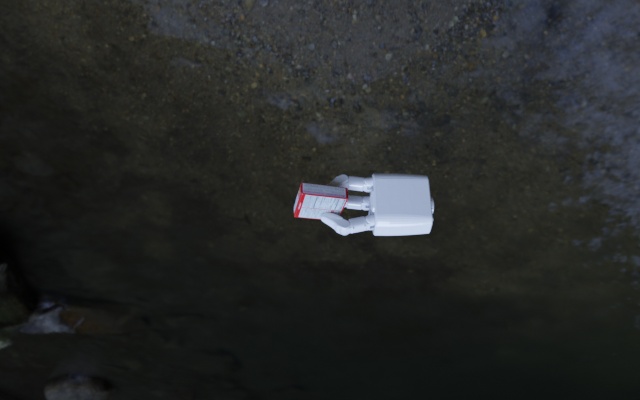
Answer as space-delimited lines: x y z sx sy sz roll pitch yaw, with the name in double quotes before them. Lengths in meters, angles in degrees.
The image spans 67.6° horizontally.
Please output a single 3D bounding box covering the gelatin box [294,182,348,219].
"gelatin box" 0.000 0.003 0.886 0.089 0.030 0.073 5 -38 -12
